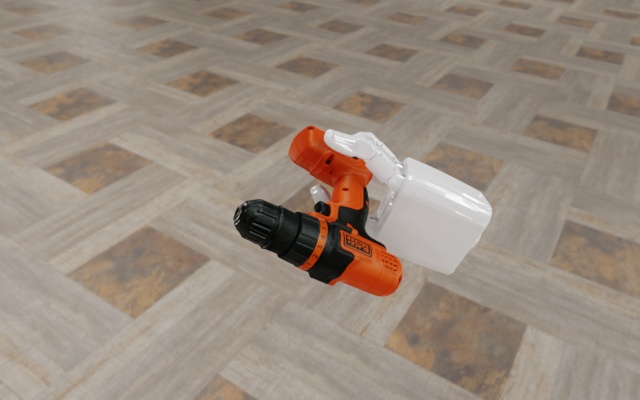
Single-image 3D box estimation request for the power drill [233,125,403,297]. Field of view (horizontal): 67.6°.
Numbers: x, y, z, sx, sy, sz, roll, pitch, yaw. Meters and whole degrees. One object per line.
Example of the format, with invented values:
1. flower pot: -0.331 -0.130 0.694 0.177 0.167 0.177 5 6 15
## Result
1. power drill: 0.000 0.001 0.515 0.184 0.187 0.057 27 -51 -23
